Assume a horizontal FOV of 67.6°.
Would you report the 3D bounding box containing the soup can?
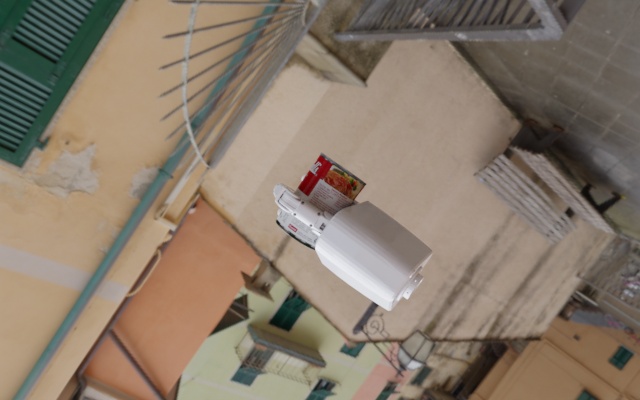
[{"bbox_3d":[0.000,0.002,0.587,0.068,0.102,0.068,34,5,-3],"label":"soup can"}]
